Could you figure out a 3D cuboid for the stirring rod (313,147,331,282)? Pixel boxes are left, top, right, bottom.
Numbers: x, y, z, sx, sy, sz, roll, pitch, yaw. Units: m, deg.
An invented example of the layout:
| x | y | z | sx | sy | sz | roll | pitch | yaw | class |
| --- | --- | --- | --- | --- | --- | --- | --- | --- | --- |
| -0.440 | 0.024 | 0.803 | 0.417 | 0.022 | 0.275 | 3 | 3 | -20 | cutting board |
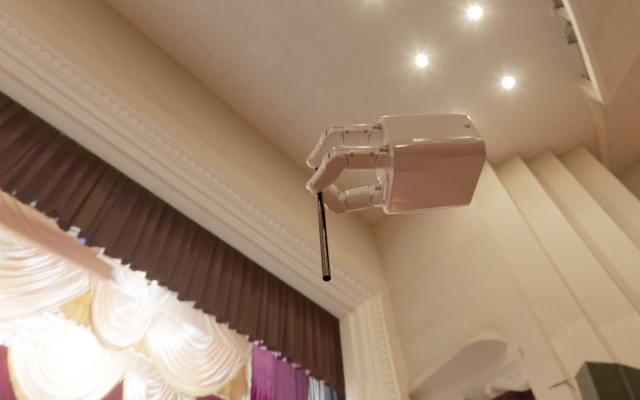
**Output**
| x | y | z | sx | sy | sz | roll | pitch | yaw | class |
| --- | --- | --- | --- | --- | --- | --- | --- | --- | --- |
| 0.000 | 0.002 | 0.534 | 0.011 | 0.011 | 0.239 | 0 | 35 | -3 | stirring rod |
